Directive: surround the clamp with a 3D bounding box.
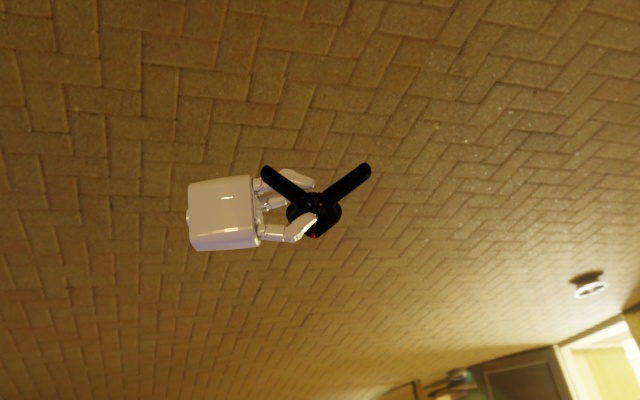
[{"bbox_3d":[0.000,0.004,0.781,0.164,0.036,0.210,-5,-32,2],"label":"clamp"}]
